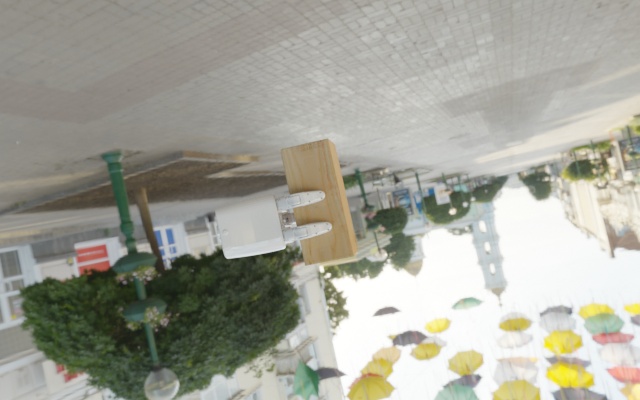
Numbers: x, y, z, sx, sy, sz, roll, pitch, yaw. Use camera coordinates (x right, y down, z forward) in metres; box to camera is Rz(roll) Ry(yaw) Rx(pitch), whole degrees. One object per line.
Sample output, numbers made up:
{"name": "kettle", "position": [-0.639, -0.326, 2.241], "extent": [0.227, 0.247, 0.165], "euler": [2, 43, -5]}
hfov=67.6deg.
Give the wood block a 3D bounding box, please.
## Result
{"name": "wood block", "position": [0.000, 0.003, 0.860], "extent": [0.090, 0.206, 0.091], "euler": [-12, -2, 8]}
